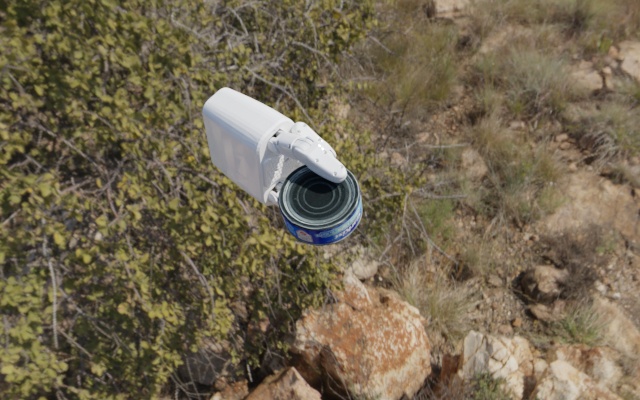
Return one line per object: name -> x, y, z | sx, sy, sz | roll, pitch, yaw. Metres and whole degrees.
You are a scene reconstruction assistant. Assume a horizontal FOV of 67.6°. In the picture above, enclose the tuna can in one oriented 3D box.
tuna can -> 0.000, 0.001, 0.495 | 0.086, 0.086, 0.034 | 0, -32, 8
